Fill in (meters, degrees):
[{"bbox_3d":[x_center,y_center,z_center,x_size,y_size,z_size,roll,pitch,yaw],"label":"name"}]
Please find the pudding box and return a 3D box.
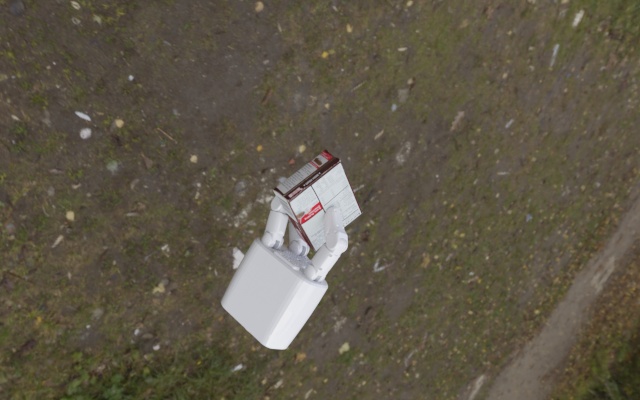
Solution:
[{"bbox_3d":[0.000,0.002,0.638,0.090,0.114,0.039,-39,48,-13],"label":"pudding box"}]
